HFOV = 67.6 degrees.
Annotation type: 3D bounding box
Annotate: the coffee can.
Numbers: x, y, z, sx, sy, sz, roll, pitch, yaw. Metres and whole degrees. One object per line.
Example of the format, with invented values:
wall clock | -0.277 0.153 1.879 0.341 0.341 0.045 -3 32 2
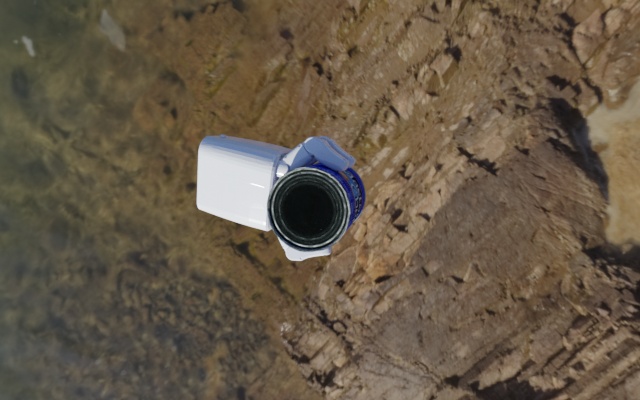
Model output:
coffee can | 0.000 0.002 0.629 0.103 0.103 0.140 0 8 13
